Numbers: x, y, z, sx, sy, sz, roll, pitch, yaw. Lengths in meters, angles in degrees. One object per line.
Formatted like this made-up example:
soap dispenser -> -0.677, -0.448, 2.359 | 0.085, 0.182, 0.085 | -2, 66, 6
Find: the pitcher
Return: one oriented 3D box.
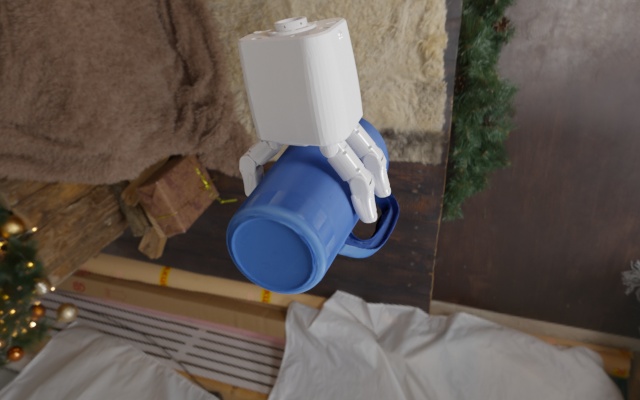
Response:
pitcher -> 0.000, 0.002, 0.562 | 0.149, 0.145, 0.242 | 2, 30, 21
